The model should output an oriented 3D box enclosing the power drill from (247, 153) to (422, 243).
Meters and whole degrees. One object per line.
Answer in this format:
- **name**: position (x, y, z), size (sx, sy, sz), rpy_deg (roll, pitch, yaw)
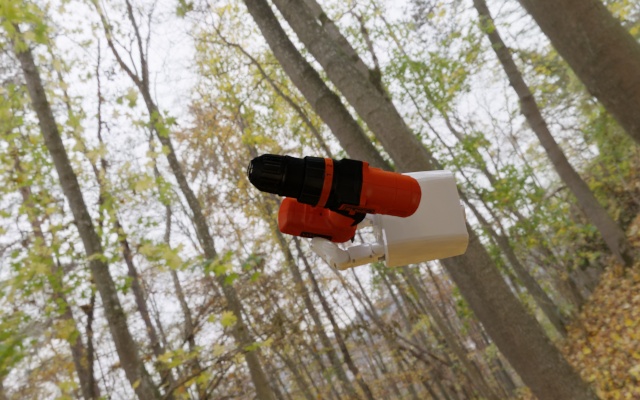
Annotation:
- **power drill**: position (0.000, 0.002, 0.560), size (0.184, 0.057, 0.188), rpy_deg (11, -16, -11)
